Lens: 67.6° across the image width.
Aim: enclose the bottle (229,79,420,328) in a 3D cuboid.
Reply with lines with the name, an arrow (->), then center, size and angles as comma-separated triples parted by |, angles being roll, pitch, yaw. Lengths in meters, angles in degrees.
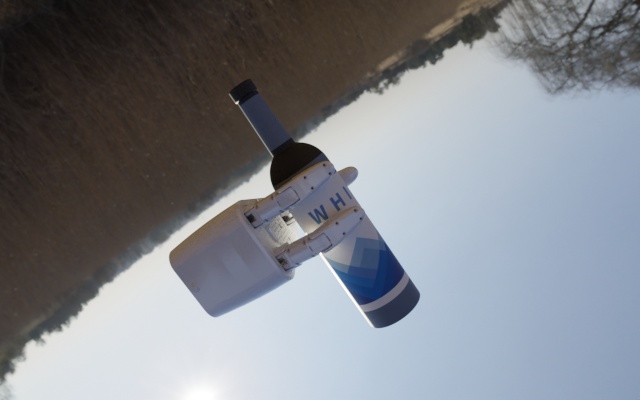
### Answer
bottle -> 0.000, 0.002, 0.512 | 0.069, 0.296, 0.069 | -34, 9, 6
